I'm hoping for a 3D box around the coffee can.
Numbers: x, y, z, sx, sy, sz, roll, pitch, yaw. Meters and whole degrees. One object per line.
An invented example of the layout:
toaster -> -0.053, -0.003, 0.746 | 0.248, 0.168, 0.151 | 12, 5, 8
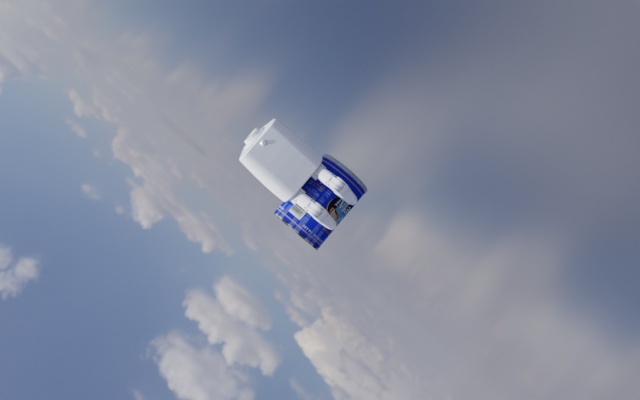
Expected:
coffee can -> 0.000, 0.003, 0.850 | 0.103, 0.140, 0.103 | 40, -5, 4
